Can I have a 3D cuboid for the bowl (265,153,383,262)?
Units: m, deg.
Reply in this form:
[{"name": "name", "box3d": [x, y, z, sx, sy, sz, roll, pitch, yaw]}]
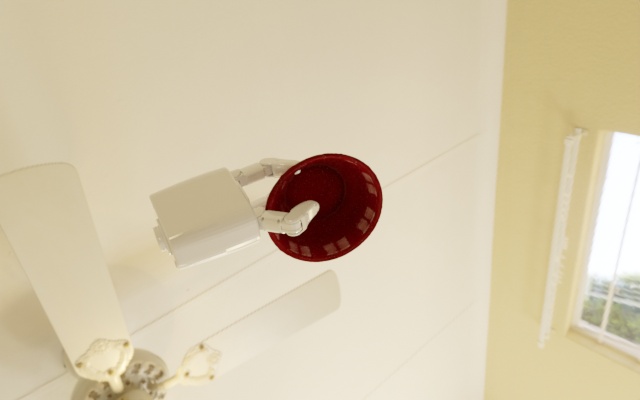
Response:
[{"name": "bowl", "box3d": [0.001, 0.002, 0.646, 0.162, 0.162, 0.055, 0, 27, -17]}]
